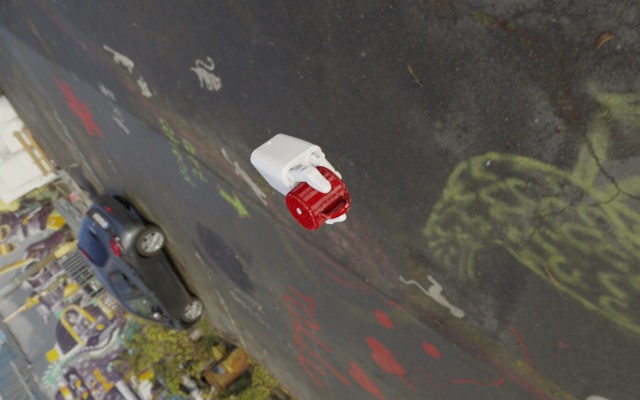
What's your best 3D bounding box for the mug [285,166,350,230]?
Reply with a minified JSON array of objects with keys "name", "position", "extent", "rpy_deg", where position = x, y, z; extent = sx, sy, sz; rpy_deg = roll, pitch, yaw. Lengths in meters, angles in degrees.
[{"name":"mug","position":[0.001,0.003,0.837],"extent":[0.081,0.093,0.117],"rpy_deg":[-39,43,-24]}]
